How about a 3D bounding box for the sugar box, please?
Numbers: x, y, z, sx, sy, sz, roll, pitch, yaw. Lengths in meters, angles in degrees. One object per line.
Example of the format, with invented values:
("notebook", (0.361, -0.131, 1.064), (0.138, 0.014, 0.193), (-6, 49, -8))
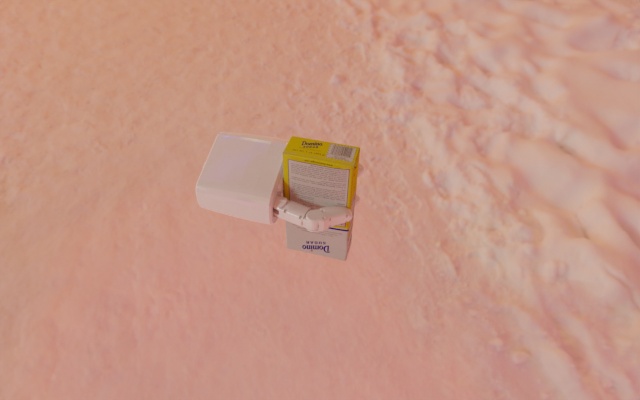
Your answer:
("sugar box", (0.000, 0.002, 0.648), (0.093, 0.176, 0.048), (12, 46, 10))
